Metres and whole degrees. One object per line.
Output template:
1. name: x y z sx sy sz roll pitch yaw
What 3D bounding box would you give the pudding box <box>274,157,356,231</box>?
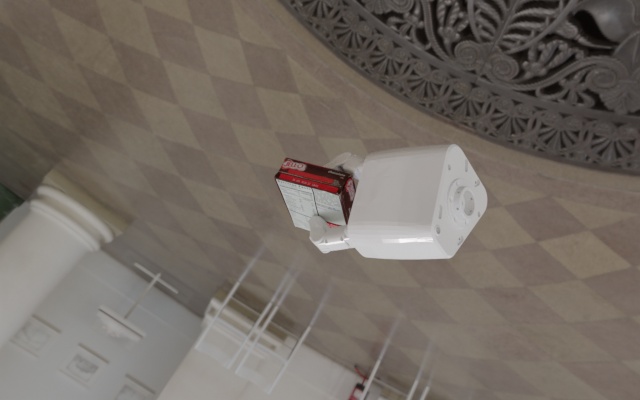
1. pudding box: 0.000 0.002 0.598 0.090 0.039 0.114 17 -32 23
